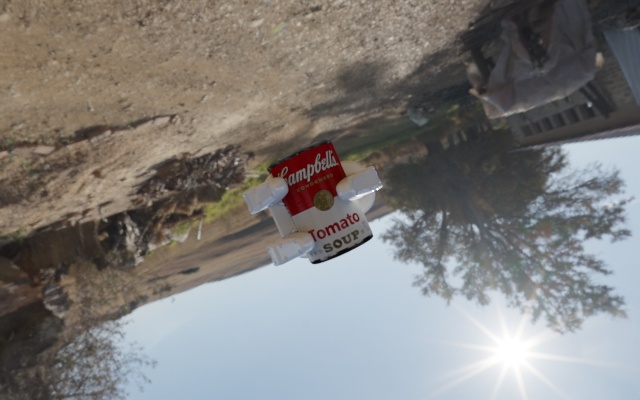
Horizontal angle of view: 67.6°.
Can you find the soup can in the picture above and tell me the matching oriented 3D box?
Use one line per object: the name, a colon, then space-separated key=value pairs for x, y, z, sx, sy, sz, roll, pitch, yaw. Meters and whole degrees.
soup can: x=0.000 y=0.002 z=0.456 sx=0.068 sy=0.102 sz=0.068 roll=-24 pitch=0 yaw=0
